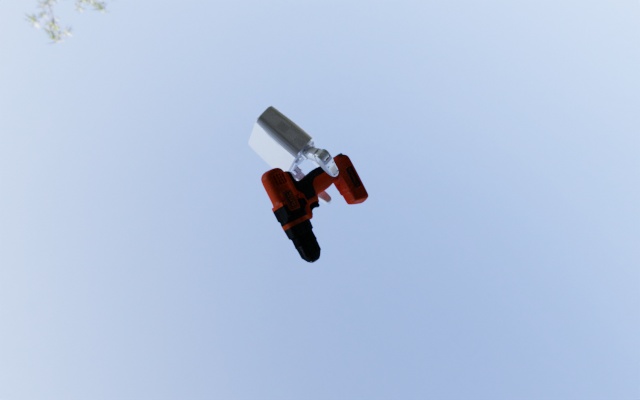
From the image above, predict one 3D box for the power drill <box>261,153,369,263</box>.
[{"bbox_3d":[0.000,0.003,0.895,0.187,0.184,0.057,-26,-1,-35],"label":"power drill"}]
